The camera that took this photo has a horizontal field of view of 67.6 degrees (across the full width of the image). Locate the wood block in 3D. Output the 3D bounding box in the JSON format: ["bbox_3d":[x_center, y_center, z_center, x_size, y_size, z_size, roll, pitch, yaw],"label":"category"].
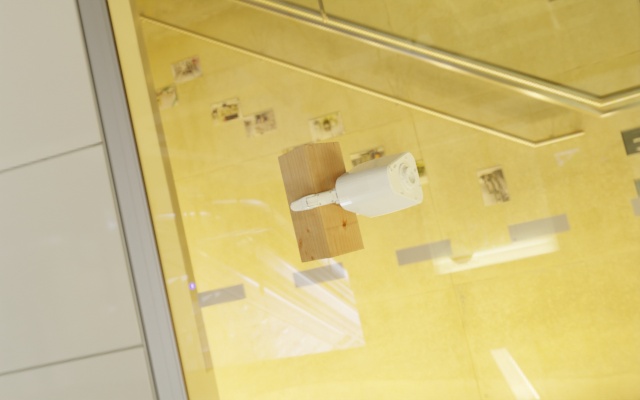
[{"bbox_3d":[0.000,0.003,0.896,0.091,0.206,0.090,-10,-5,-40],"label":"wood block"}]
